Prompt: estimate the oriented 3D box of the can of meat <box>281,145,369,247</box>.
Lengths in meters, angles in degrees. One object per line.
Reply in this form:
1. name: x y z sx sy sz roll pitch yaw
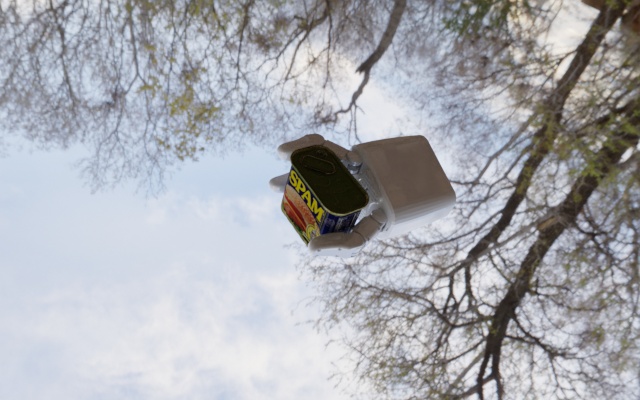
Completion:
1. can of meat: 0.000 0.002 0.551 0.057 0.102 0.084 -19 -33 -31
